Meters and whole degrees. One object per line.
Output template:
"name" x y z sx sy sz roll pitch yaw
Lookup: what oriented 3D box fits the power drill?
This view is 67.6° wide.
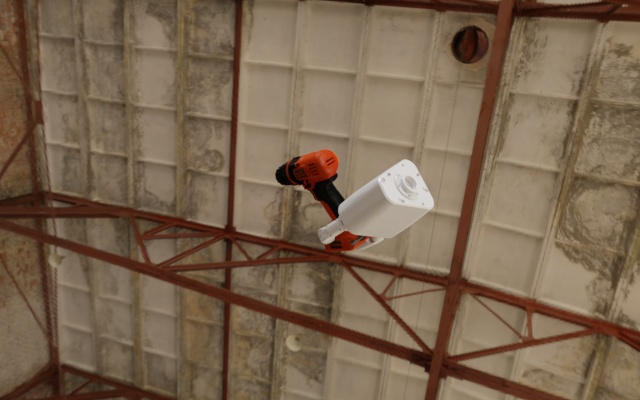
"power drill" 0.001 0.003 0.873 0.057 0.188 0.184 -36 13 -27
